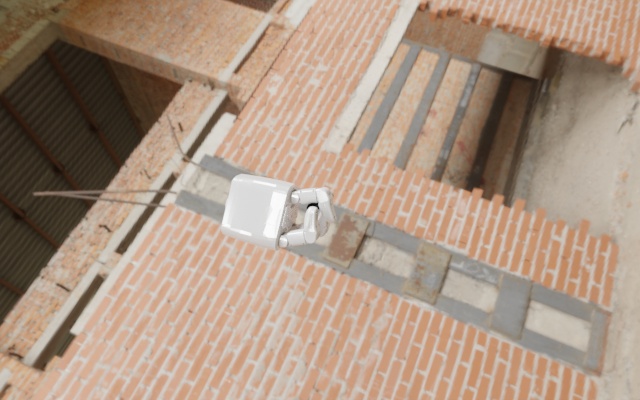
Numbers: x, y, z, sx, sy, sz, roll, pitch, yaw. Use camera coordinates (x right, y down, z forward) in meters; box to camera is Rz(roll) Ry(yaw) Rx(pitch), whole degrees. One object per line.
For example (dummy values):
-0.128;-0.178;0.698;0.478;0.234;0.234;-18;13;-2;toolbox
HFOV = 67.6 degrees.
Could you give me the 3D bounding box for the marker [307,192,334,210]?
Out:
0.000;0.003;0.844;0.020;0.020;0.121;0;12;16;marker
